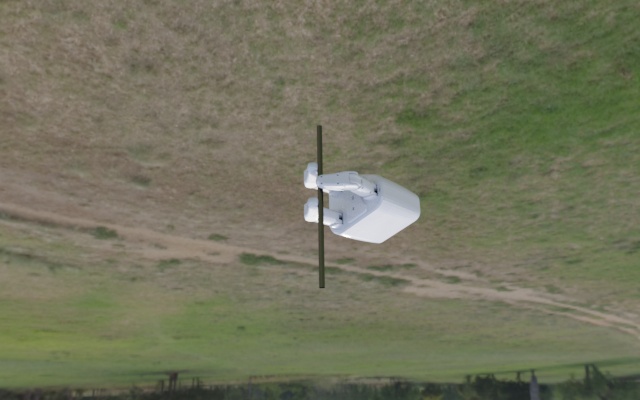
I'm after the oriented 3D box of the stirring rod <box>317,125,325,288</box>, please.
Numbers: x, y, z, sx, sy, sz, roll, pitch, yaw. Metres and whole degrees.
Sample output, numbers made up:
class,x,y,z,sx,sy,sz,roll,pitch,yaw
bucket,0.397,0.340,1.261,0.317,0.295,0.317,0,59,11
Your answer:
class,x,y,z,sx,sy,sz,roll,pitch,yaw
stirring rod,0.000,0.002,0.670,0.011,0.239,0.011,-1,-20,0
